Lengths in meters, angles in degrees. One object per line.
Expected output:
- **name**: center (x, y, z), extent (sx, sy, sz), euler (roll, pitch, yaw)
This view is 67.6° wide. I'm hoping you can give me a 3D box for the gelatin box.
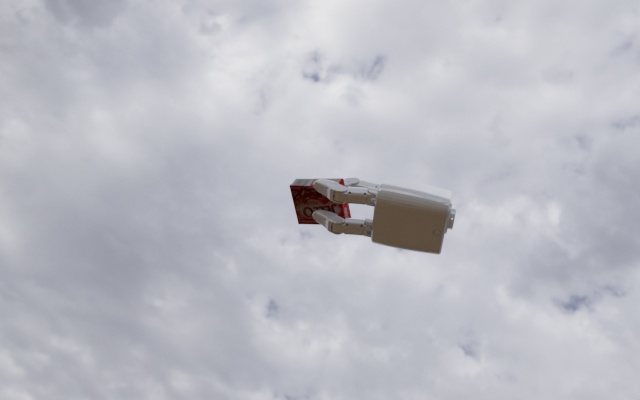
- **gelatin box**: center (0.000, 0.002, 0.774), extent (0.089, 0.073, 0.030), euler (1, 29, 25)
